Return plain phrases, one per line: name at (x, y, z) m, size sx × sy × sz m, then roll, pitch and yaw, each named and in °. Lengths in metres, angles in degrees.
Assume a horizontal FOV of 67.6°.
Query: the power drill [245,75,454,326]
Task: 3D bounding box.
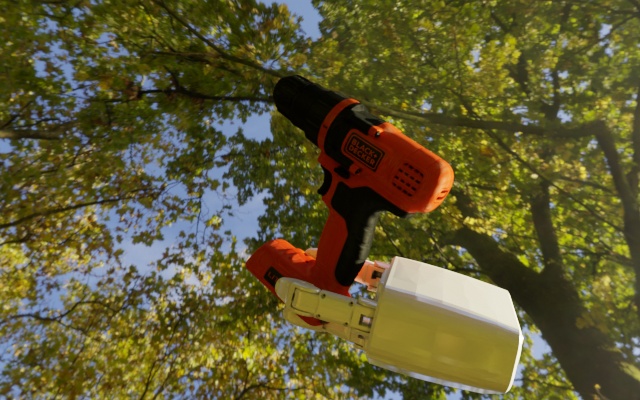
power drill at (0.000, 0.002, 0.429) m, size 0.184 × 0.188 × 0.057 m, roll 38°, pitch 26°, yaw 27°
